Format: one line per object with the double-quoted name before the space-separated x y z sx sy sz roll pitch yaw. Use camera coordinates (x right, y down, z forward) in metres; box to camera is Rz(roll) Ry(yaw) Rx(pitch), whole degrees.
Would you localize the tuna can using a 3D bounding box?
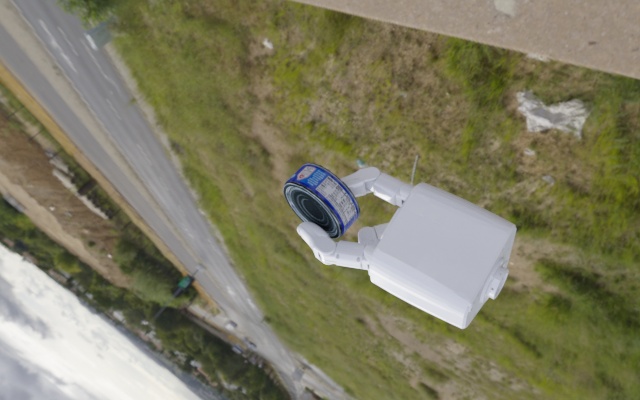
"tuna can" 0.000 0.002 0.525 0.033 0.086 0.086 -46 22 -23
